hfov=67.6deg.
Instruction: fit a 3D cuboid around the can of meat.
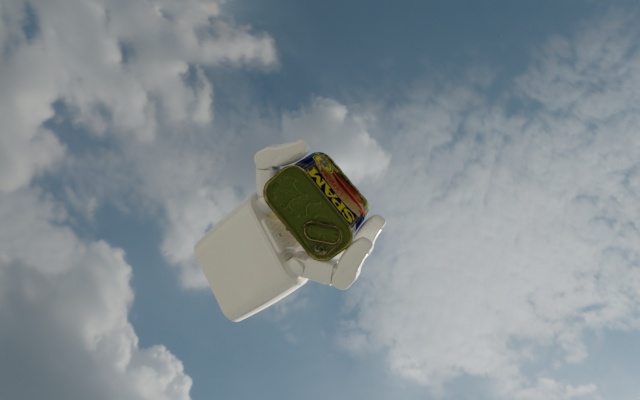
[{"bbox_3d":[0.000,0.001,0.510,0.057,0.102,0.084,-39,2,27],"label":"can of meat"}]
